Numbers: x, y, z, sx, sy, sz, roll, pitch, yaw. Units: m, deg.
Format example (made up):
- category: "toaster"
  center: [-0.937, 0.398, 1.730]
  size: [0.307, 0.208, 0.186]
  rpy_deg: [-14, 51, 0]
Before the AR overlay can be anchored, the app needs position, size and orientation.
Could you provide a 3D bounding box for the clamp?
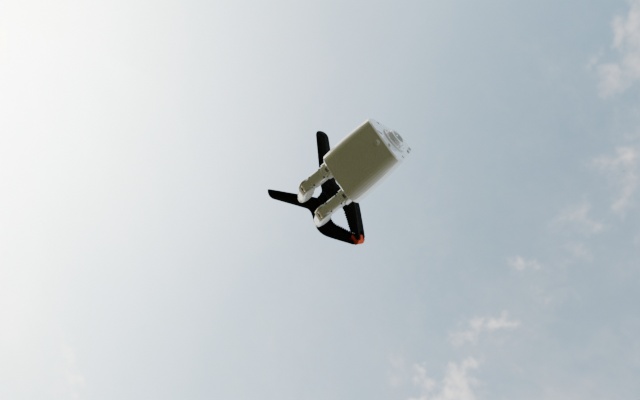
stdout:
- category: "clamp"
  center: [0.001, 0.003, 0.866]
  size: [0.164, 0.210, 0.036]
  rpy_deg: [-41, -18, 25]
